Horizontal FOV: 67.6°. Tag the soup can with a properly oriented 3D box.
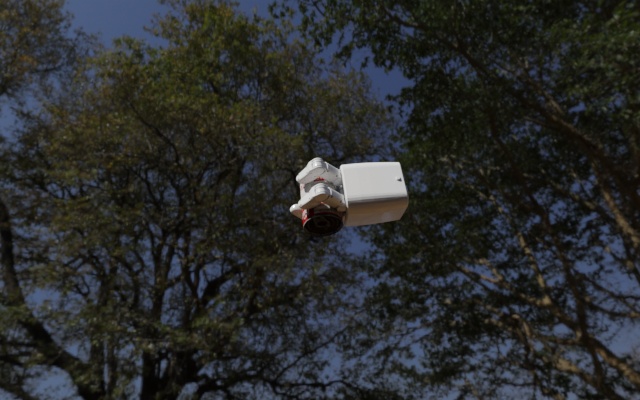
[{"bbox_3d":[0.000,0.003,0.839,0.068,0.102,0.069,-4,-35,-3],"label":"soup can"}]
